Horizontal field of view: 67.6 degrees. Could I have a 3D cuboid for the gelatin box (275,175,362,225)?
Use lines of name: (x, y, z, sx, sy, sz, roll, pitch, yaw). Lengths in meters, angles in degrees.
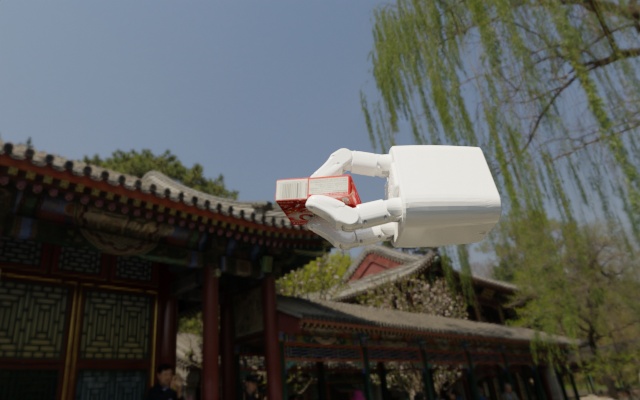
gelatin box: (0.000, 0.001, 0.558, 0.089, 0.030, 0.073, -3, -25, 13)
